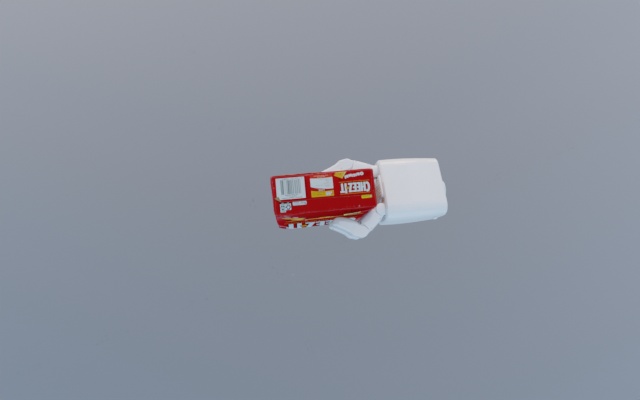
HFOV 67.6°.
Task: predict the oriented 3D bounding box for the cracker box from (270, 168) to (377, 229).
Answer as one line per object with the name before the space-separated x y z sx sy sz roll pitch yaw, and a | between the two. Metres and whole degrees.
cracker box | 0.000 0.003 0.842 0.164 0.072 0.214 -5 -8 -4
